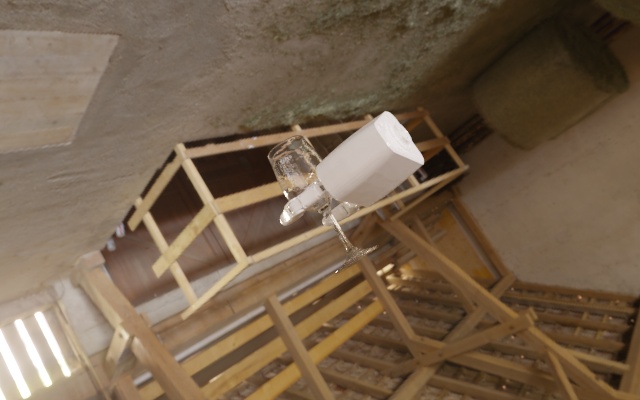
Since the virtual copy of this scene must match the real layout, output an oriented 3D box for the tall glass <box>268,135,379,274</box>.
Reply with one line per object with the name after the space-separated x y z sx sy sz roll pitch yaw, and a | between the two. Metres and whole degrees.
0.000 0.003 0.699 0.079 0.201 0.079 -32 -10 -7 | tall glass
